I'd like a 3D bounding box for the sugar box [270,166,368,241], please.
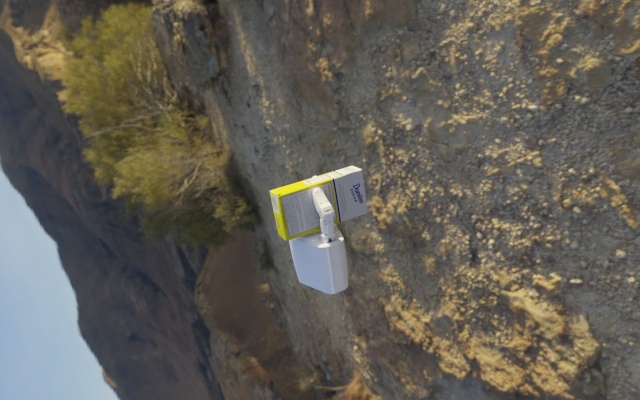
[{"bbox_3d":[0.000,0.003,0.898,0.176,0.093,0.048,-18,22,-23],"label":"sugar box"}]
